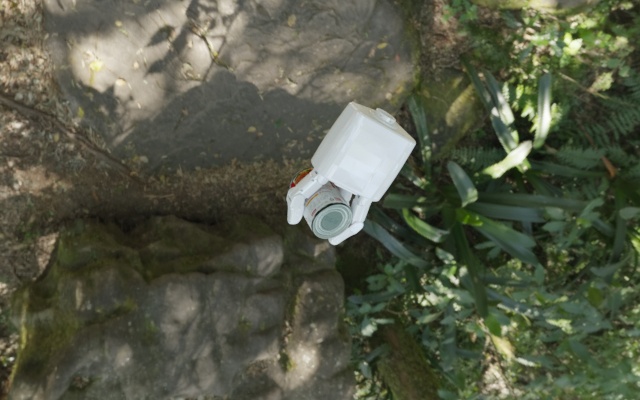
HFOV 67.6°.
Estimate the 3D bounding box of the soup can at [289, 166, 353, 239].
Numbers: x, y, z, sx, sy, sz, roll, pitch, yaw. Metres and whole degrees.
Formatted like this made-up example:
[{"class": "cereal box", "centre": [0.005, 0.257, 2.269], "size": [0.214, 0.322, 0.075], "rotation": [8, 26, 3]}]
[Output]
[{"class": "soup can", "centre": [0.000, 0.003, 0.741], "size": [0.068, 0.068, 0.102], "rotation": [0, 36, -27]}]
